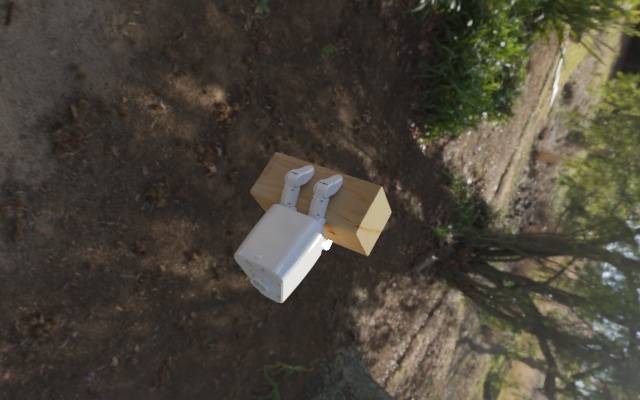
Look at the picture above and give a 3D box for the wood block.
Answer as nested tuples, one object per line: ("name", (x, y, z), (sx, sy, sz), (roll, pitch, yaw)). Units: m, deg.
("wood block", (0.000, 0.003, 0.796), (0.206, 0.090, 0.091), (21, -21, 28))
